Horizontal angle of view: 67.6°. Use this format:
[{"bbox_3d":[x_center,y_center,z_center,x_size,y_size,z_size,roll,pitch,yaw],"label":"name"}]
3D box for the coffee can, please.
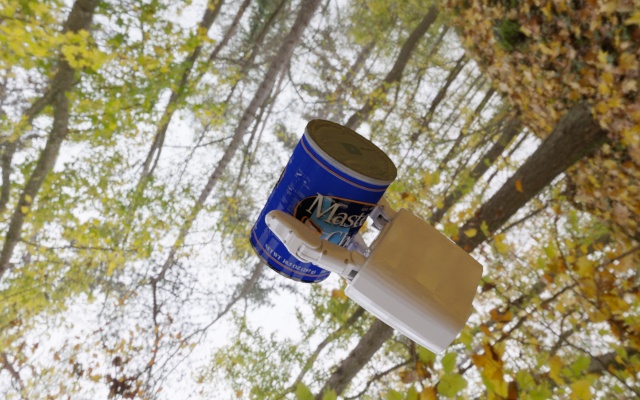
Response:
[{"bbox_3d":[0.000,0.001,0.500,0.103,0.140,0.102,24,27,-13],"label":"coffee can"}]
